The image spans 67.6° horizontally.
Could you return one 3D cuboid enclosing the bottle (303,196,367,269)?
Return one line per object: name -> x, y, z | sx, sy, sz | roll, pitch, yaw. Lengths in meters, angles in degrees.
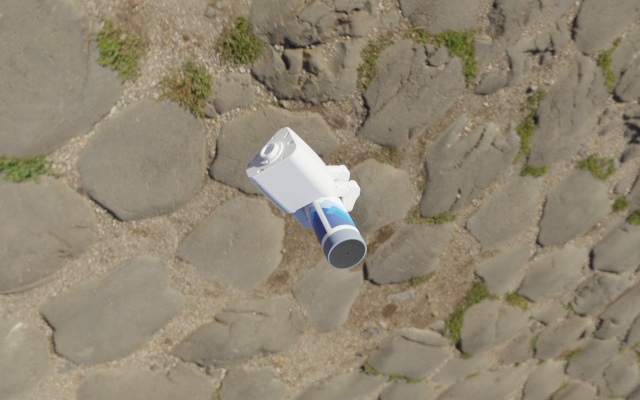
bottle -> 0.000, 0.003, 0.876 | 0.069, 0.069, 0.295 | 0, 34, -21
